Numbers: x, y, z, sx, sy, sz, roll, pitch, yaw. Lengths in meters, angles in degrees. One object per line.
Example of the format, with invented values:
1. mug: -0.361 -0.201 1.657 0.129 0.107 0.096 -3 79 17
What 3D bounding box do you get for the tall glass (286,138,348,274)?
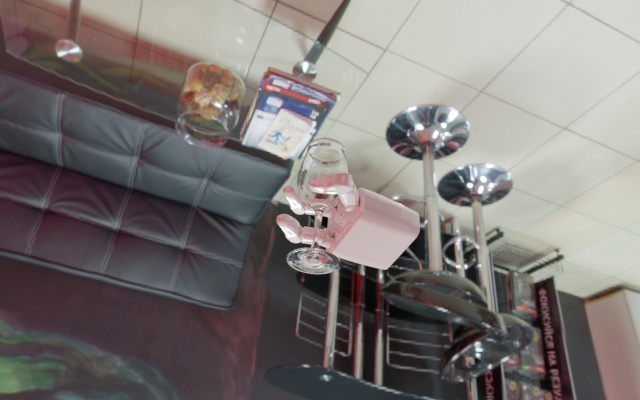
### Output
1. tall glass: 0.000 0.003 0.706 0.079 0.201 0.079 5 -34 3
